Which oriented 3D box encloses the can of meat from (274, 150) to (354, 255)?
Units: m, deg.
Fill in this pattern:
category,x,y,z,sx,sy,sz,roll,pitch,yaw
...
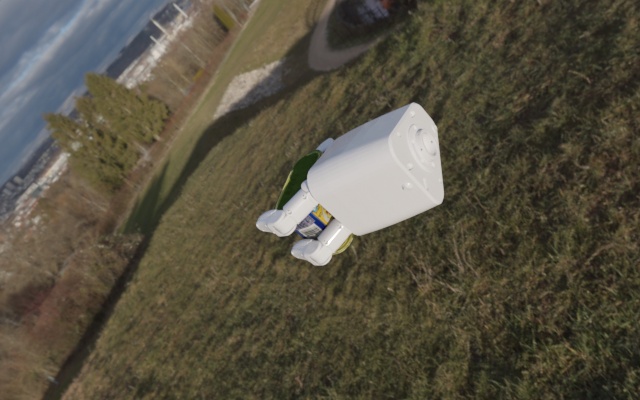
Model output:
category,x,y,z,sx,sy,sz,roll,pitch,yaw
can of meat,0.000,0.002,0.575,0.057,0.102,0.084,-20,-52,42
